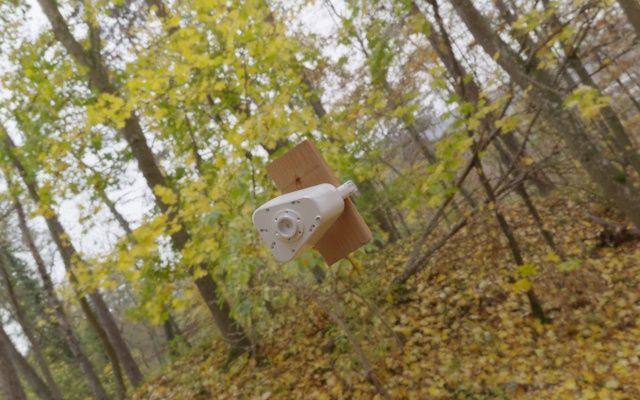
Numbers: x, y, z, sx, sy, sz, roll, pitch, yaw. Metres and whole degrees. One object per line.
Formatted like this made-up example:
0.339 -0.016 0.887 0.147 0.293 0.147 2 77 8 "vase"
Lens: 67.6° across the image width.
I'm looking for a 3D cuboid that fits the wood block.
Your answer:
0.000 0.003 0.860 0.091 0.206 0.090 -33 -1 9 "wood block"
